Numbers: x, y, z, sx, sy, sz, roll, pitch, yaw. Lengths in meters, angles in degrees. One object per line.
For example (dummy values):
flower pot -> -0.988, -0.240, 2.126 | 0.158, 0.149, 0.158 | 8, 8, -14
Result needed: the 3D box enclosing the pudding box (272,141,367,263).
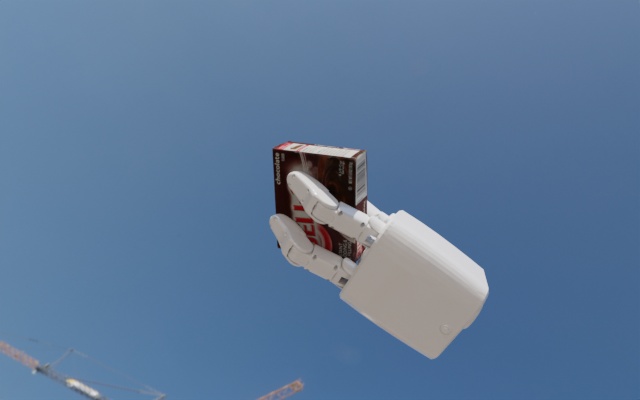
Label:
pudding box -> 0.000, 0.002, 0.479 | 0.090, 0.113, 0.039 | 9, 22, 24
